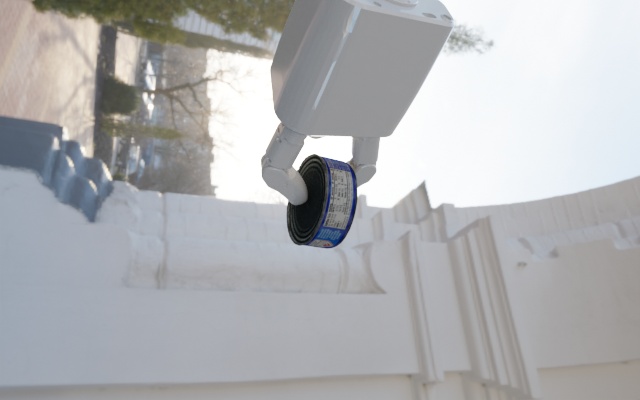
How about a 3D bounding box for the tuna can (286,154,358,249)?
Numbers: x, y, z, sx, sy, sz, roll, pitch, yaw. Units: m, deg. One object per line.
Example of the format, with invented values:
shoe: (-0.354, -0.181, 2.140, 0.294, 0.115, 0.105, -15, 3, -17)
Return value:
tuna can: (0.001, 0.002, 0.446, 0.034, 0.086, 0.086, 10, -5, -25)
